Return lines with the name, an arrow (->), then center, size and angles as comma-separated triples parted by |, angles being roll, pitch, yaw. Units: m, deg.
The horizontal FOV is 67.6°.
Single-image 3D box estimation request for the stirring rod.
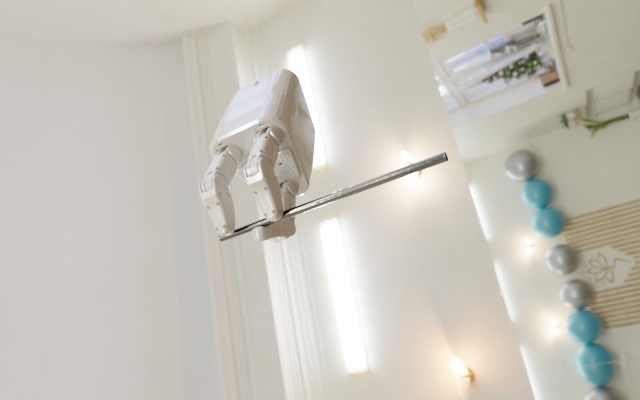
stirring rod -> 0.000, 0.001, 0.438 | 0.239, 0.011, 0.011 | -20, -9, 26
